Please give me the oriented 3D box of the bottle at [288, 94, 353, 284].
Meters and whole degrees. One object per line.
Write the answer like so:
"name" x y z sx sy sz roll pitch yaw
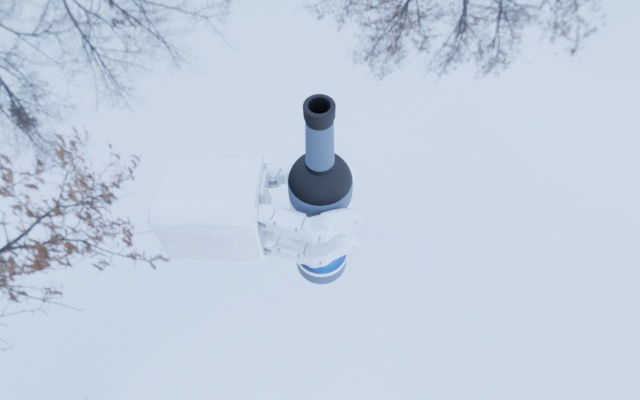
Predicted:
"bottle" 0.000 0.002 0.515 0.069 0.069 0.296 0 -33 1
